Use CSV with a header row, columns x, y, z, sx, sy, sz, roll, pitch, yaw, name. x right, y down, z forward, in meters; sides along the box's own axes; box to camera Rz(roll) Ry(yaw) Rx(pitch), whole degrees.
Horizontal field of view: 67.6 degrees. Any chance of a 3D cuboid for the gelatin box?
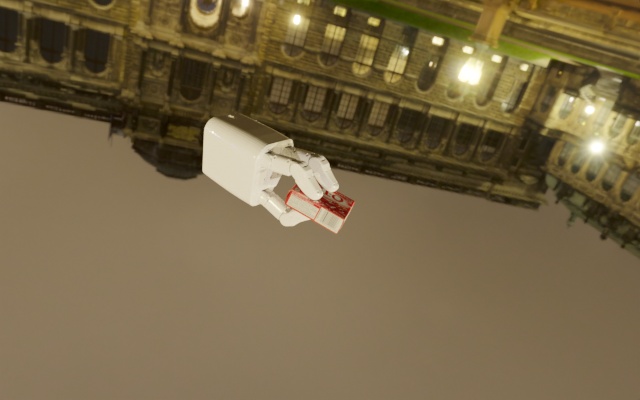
x,y,z,sx,sy,sz,roll,pitch,yaw,name
0.000,0.003,0.700,0.089,0.030,0.073,30,26,3,gelatin box
